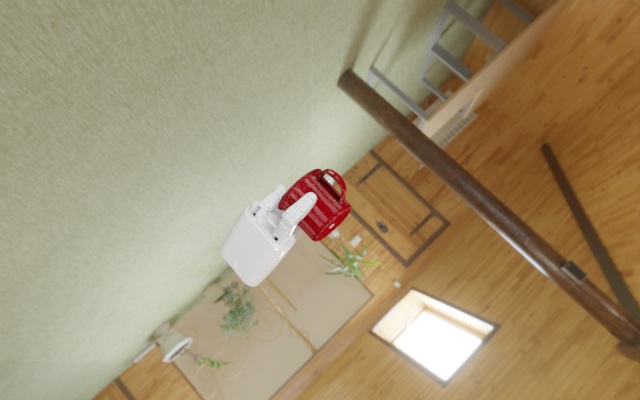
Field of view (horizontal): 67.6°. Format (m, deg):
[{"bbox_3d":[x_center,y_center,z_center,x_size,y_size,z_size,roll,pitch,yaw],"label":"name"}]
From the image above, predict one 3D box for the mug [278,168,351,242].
[{"bbox_3d":[0.001,0.002,0.744,0.093,0.081,0.117,-26,-21,-54],"label":"mug"}]
